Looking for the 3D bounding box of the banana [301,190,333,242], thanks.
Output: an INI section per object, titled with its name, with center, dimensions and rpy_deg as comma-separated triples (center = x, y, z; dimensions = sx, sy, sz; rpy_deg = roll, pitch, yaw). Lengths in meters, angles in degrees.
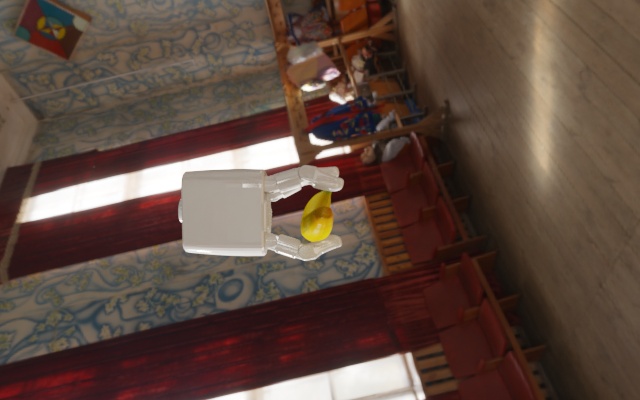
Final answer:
[banana]
center = -0.004, 0.019, 0.625
dimensions = 0.037, 0.070, 0.197
rpy_deg = 14, 13, -2
